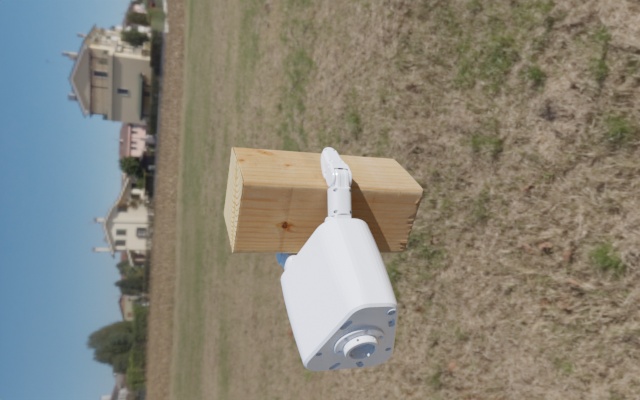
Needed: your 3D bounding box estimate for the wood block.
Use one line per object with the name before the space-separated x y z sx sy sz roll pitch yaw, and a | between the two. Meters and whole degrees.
wood block | 0.000 0.002 0.558 0.206 0.091 0.090 2 29 -20
